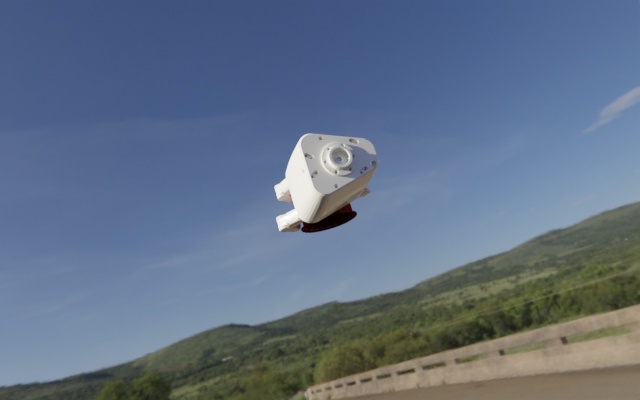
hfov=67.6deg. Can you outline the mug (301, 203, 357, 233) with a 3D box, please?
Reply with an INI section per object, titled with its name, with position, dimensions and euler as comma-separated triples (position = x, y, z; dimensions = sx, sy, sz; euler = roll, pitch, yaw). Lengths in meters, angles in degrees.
[mug]
position = 0.000, 0.003, 0.782
dimensions = 0.093, 0.081, 0.117
euler = -12, -17, -17
